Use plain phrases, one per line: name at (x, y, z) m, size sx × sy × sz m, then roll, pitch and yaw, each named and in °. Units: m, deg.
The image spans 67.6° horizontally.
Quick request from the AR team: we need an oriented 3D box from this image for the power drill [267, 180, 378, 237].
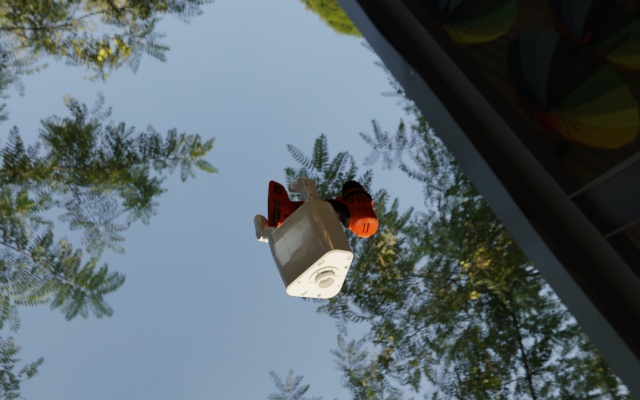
power drill at (0.000, 0.003, 0.849) m, size 0.187 × 0.057 × 0.184 m, roll 2°, pitch 21°, yaw -6°
